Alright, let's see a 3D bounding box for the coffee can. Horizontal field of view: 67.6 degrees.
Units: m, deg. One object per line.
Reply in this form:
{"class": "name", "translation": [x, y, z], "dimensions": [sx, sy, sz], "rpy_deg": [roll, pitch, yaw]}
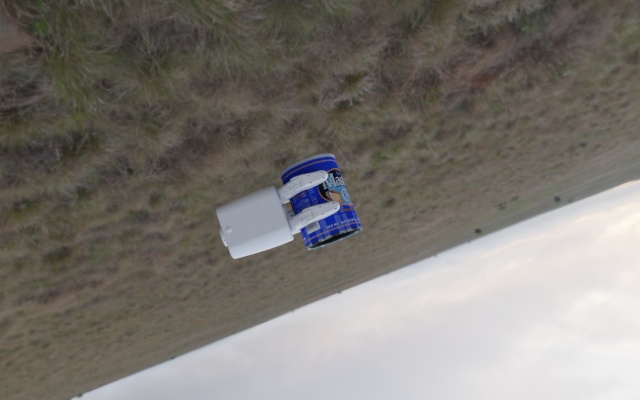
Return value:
{"class": "coffee can", "translation": [0.000, 0.003, 0.828], "dimensions": [0.103, 0.140, 0.103], "rpy_deg": [-20, -11, -4]}
